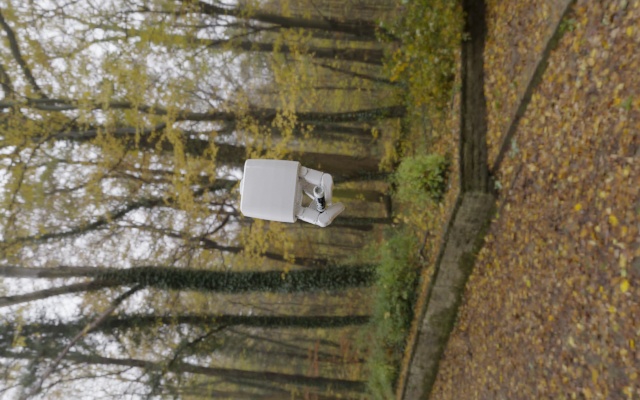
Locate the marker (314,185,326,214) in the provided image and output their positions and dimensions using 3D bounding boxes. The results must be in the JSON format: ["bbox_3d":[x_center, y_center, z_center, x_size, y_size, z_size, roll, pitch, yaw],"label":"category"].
[{"bbox_3d":[0.000,0.003,0.882,0.020,0.020,0.121,0,-20,3],"label":"marker"}]
